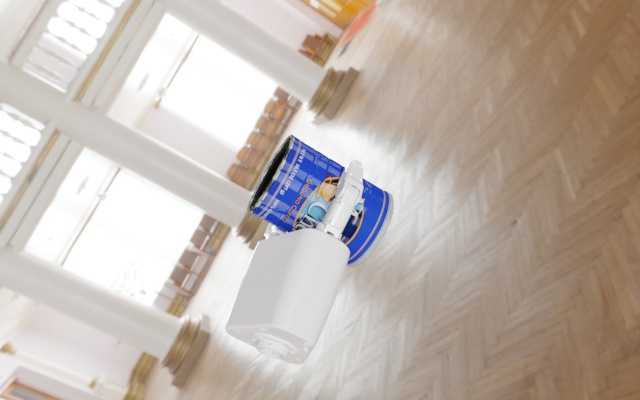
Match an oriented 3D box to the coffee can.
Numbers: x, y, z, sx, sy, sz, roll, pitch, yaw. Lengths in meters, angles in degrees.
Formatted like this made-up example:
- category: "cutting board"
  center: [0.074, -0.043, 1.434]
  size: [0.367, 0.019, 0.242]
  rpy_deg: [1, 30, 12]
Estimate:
- category: "coffee can"
  center: [0.000, 0.002, 0.563]
  size: [0.140, 0.103, 0.103]
  rpy_deg: [30, -8, -14]
